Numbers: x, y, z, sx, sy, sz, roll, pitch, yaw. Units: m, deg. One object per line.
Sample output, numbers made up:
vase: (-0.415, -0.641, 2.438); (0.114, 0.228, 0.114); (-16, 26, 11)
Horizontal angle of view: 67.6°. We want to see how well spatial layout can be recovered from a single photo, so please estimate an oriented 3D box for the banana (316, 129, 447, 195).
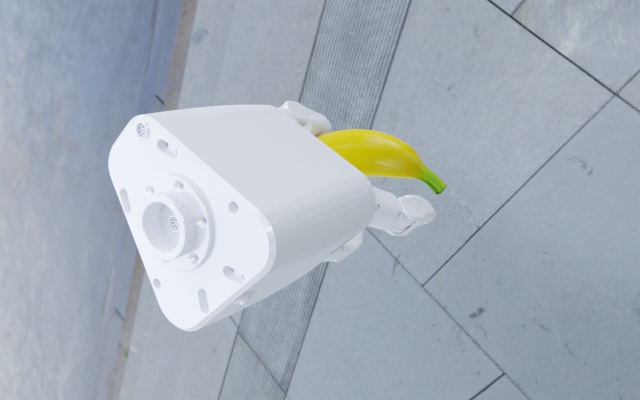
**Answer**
banana: (-0.002, -0.017, 0.397); (0.198, 0.069, 0.037); (-12, 9, 30)
